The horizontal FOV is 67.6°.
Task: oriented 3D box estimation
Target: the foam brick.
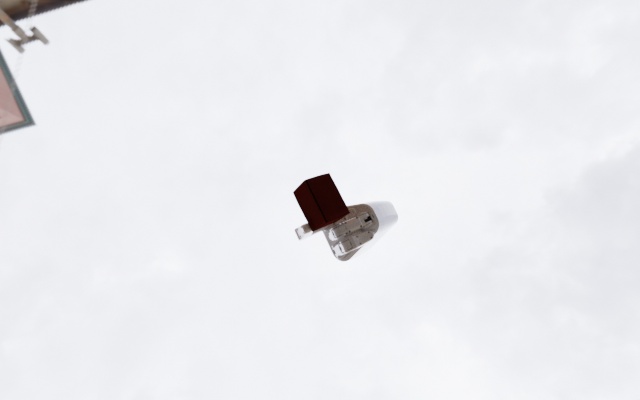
[{"bbox_3d":[0.000,0.002,0.785,0.051,0.078,0.053,-22,-8,-33],"label":"foam brick"}]
